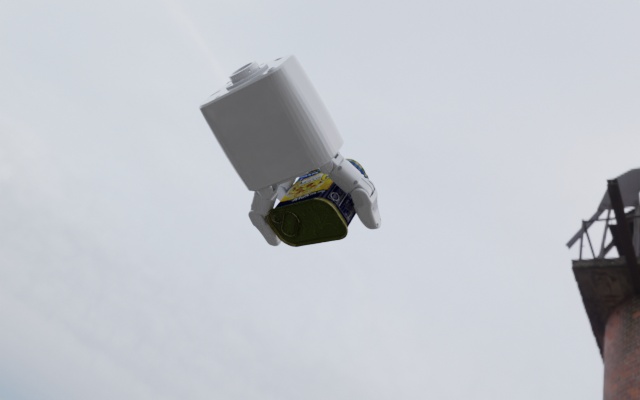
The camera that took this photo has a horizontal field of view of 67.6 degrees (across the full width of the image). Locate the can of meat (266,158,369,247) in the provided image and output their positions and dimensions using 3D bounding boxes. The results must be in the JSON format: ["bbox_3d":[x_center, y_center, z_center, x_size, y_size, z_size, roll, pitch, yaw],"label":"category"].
[{"bbox_3d":[0.000,0.002,0.554,0.102,0.057,0.084,-14,29,40],"label":"can of meat"}]
